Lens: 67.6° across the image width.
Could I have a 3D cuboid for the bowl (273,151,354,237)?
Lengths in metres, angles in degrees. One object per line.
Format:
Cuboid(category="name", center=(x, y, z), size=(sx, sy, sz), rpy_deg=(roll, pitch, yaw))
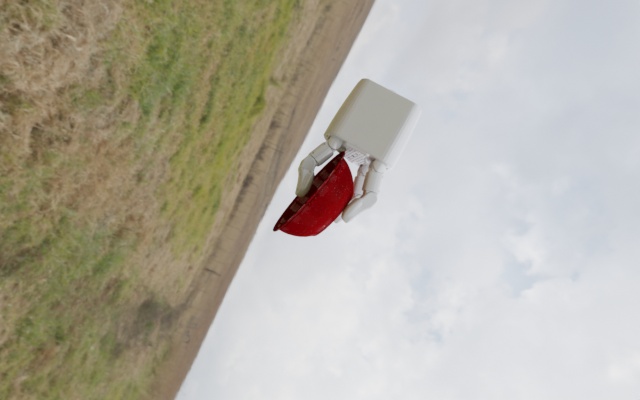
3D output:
Cuboid(category="bowl", center=(0.000, 0.004, 0.726), size=(0.055, 0.162, 0.162), rpy_deg=(42, -7, -8))
